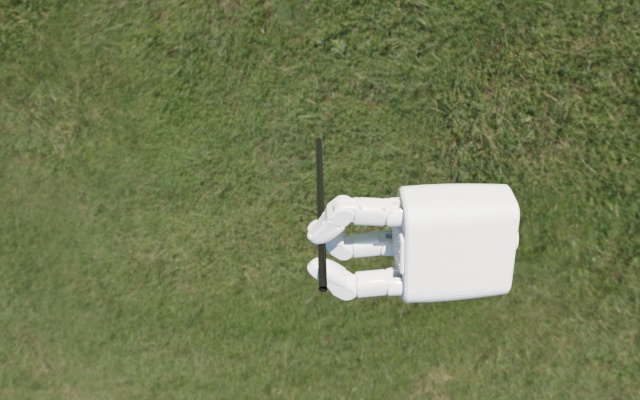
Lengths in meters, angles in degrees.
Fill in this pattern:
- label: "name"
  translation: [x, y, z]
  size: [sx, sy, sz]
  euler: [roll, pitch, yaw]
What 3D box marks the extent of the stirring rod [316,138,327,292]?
- label: "stirring rod"
  translation: [0.000, 0.002, 0.523]
  size: [0.011, 0.011, 0.239]
  euler: [0, 41, -1]
